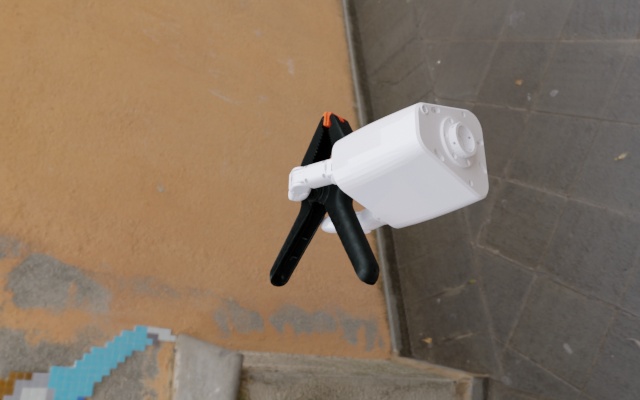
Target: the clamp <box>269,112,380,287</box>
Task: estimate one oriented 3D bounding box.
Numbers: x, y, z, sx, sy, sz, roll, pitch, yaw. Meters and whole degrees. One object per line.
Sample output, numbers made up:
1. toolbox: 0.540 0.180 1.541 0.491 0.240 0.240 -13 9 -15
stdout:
1. clamp: 0.000 0.001 0.546 0.036 0.210 0.164 19 -27 -39
